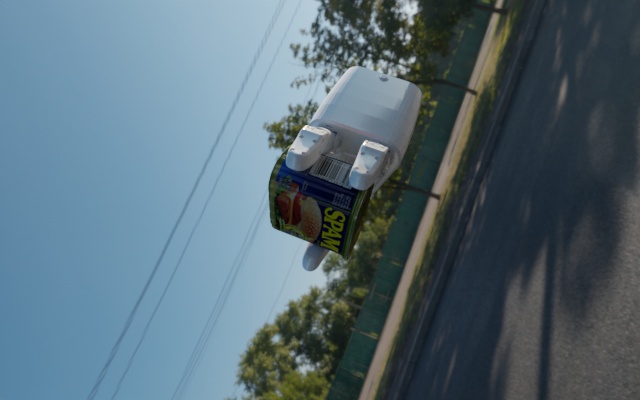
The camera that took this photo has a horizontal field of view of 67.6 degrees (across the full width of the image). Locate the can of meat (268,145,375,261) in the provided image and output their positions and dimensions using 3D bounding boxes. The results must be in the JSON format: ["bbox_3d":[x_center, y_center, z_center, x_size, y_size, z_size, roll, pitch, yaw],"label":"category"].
[{"bbox_3d":[0.000,0.001,0.450,0.084,0.057,0.102,21,-34,10],"label":"can of meat"}]
